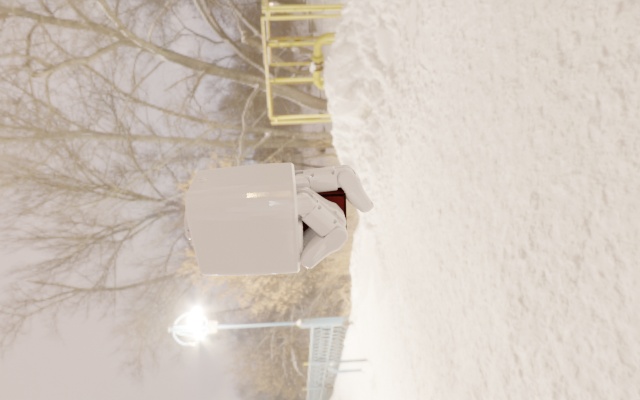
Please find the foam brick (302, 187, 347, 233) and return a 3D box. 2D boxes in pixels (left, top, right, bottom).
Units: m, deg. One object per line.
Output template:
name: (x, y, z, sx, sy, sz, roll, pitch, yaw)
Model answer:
foam brick: (0.000, 0.002, 0.557, 0.051, 0.053, 0.078, -4, 23, -4)
